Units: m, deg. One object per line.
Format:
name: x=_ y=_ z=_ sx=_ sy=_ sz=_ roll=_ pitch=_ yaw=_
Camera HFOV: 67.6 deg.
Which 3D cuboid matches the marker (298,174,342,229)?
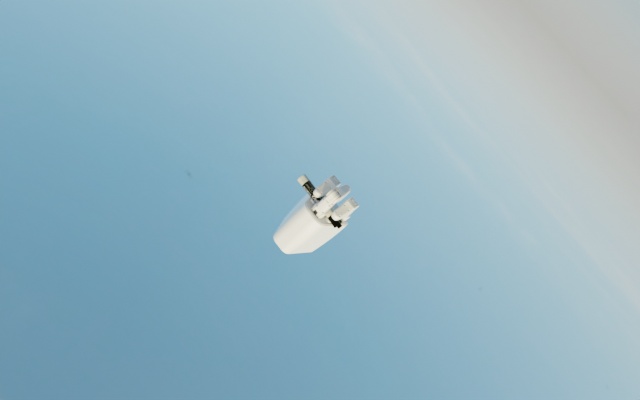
marker: x=0.000 y=0.003 z=0.894 sx=0.020 sy=0.121 sz=0.020 roll=-37 pitch=-8 yaw=-6
